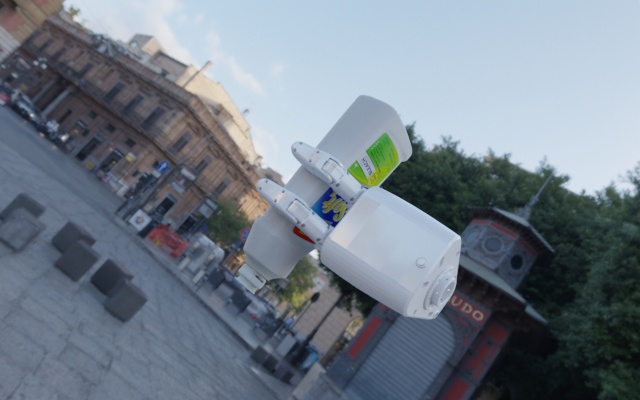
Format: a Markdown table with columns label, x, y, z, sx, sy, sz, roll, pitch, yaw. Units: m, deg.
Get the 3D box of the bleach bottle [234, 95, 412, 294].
| label | x | y | z | sx | sy | sz | roll | pitch | yaw |
| --- | --- | --- | --- | --- | --- | --- | --- | --- | --- |
| bleach bottle | 0.000 | 0.002 | 0.543 | 0.068 | 0.251 | 0.103 | 31 | -14 | 35 |
